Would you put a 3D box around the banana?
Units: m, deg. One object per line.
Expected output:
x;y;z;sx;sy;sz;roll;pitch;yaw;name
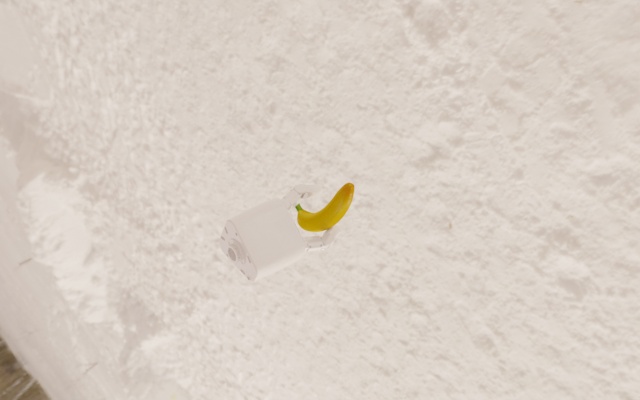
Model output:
0.004;0.021;0.888;0.037;0.069;0.198;-17;-1;-36;banana
